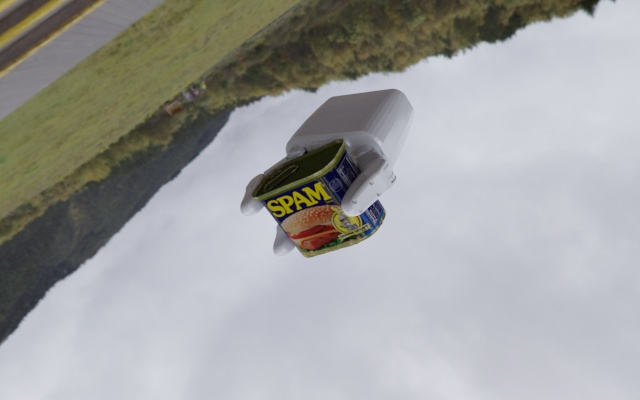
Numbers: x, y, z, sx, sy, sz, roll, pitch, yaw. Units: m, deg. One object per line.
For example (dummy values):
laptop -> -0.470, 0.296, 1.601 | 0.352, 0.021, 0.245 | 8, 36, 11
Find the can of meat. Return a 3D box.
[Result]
can of meat -> 0.000, 0.002, 0.457 | 0.102, 0.084, 0.057 | -20, 26, 35
